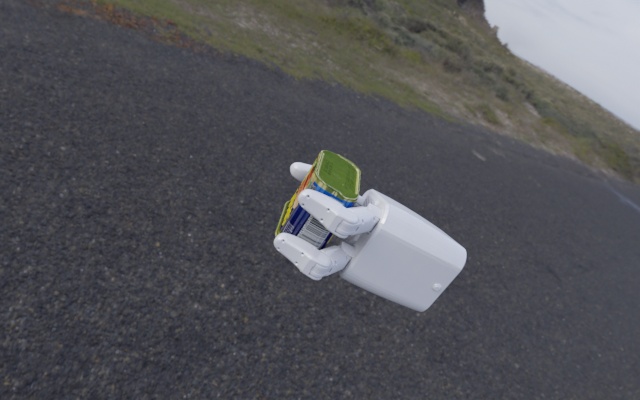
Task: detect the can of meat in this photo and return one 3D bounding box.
[{"bbox_3d":[0.000,0.001,0.518,0.057,0.084,0.102,29,25,-8],"label":"can of meat"}]
